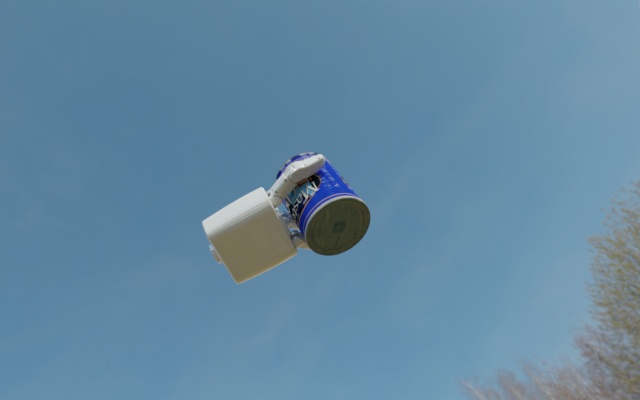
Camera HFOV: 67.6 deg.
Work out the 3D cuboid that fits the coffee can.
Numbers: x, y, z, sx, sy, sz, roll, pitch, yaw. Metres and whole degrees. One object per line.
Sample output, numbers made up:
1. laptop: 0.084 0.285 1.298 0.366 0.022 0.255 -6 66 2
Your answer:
1. coffee can: 0.000 0.002 0.739 0.103 0.103 0.140 0 32 -27
